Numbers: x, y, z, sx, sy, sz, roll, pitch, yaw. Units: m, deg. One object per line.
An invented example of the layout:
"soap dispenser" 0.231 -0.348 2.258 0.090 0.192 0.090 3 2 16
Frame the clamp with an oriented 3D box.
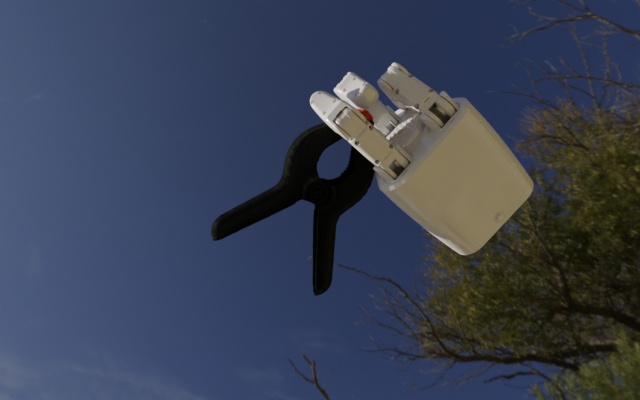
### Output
"clamp" 0.000 0.001 0.425 0.120 0.171 0.039 40 7 -22
